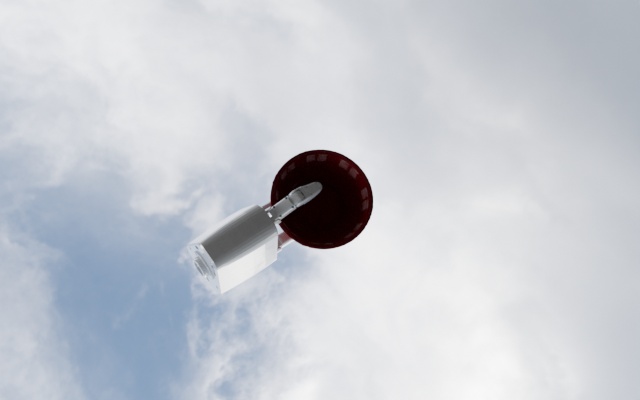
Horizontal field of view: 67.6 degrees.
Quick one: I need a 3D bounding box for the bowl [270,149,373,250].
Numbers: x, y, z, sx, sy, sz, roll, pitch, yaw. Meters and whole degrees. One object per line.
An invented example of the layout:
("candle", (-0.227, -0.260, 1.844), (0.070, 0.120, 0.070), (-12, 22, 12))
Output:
("bowl", (0.001, 0.002, 0.765), (0.162, 0.162, 0.055), (0, -15, -7))
